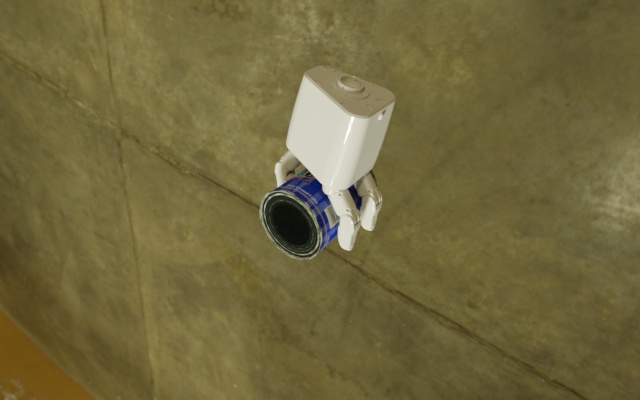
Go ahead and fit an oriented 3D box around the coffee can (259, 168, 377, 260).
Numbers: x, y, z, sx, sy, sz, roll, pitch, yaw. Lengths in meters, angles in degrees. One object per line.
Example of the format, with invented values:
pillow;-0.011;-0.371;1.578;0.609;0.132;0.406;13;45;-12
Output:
coffee can;0.000;0.002;0.662;0.103;0.103;0.140;0;26;40
